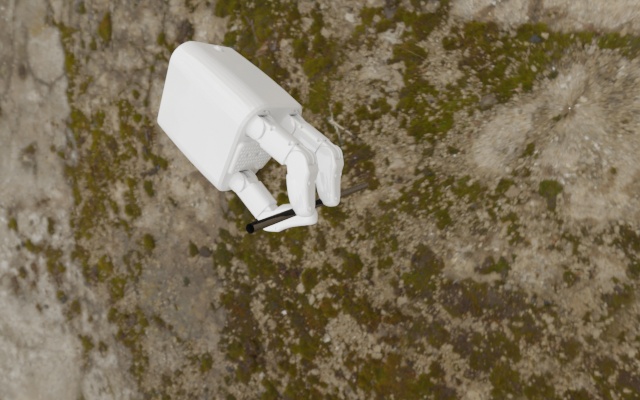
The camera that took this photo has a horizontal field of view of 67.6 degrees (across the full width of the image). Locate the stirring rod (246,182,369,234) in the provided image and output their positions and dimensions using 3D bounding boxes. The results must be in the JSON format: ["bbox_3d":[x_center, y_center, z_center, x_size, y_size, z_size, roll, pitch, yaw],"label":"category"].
[{"bbox_3d":[0.000,0.002,0.475,0.011,0.011,0.239,0,10,28],"label":"stirring rod"}]
